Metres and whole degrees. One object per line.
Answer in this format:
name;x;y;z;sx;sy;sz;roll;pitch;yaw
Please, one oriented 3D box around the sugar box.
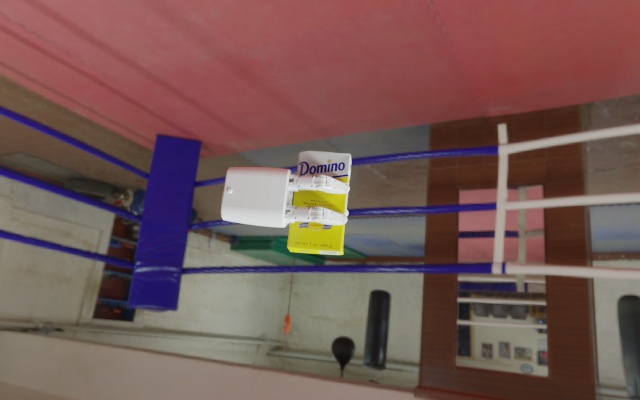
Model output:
sugar box;0.000;0.003;0.823;0.093;0.176;0.048;4;-15;7
